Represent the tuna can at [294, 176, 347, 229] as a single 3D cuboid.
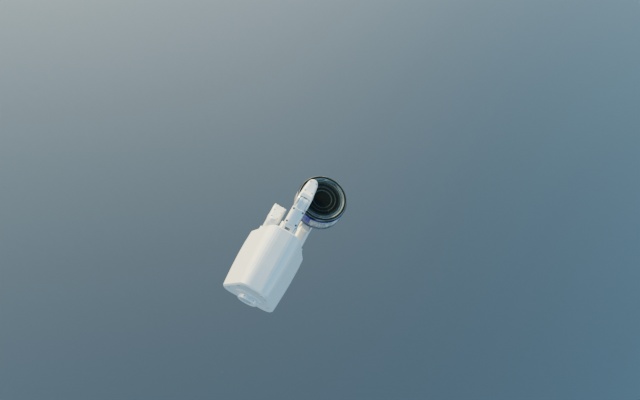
[{"bbox_3d":[0.000,0.002,0.801,0.086,0.086,0.034,0,-24,-15],"label":"tuna can"}]
